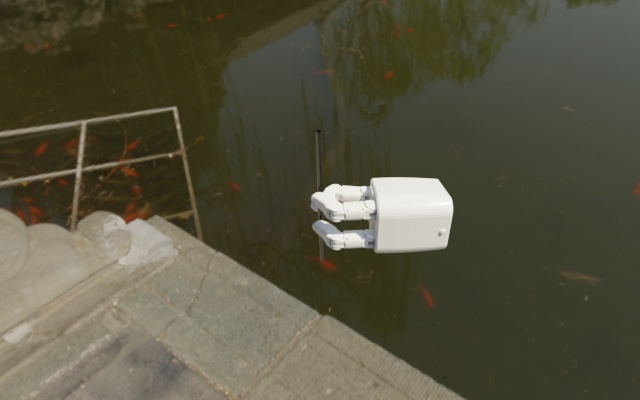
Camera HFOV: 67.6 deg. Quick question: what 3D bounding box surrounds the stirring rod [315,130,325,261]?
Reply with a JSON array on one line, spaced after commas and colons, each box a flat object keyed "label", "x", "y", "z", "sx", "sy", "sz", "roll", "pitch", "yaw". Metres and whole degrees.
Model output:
[{"label": "stirring rod", "x": 0.000, "y": 0.002, "z": 0.712, "sx": 0.011, "sy": 0.240, "sz": 0.011, "roll": -1, "pitch": 38, "yaw": 1}]
